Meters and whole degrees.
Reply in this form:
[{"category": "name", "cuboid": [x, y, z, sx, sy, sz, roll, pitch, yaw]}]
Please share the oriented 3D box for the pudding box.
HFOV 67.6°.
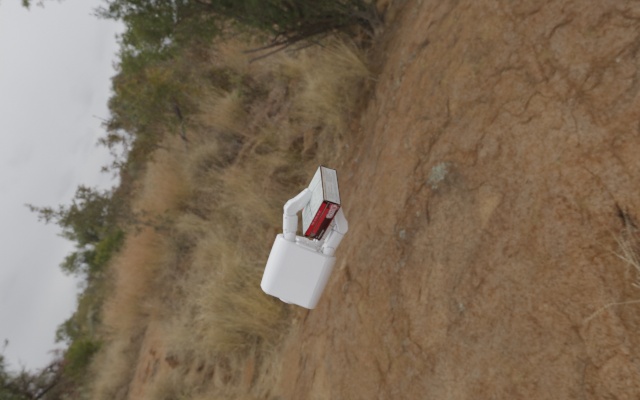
[{"category": "pudding box", "cuboid": [0.000, 0.003, 0.869, 0.039, 0.090, 0.113, 18, 35, -19]}]
